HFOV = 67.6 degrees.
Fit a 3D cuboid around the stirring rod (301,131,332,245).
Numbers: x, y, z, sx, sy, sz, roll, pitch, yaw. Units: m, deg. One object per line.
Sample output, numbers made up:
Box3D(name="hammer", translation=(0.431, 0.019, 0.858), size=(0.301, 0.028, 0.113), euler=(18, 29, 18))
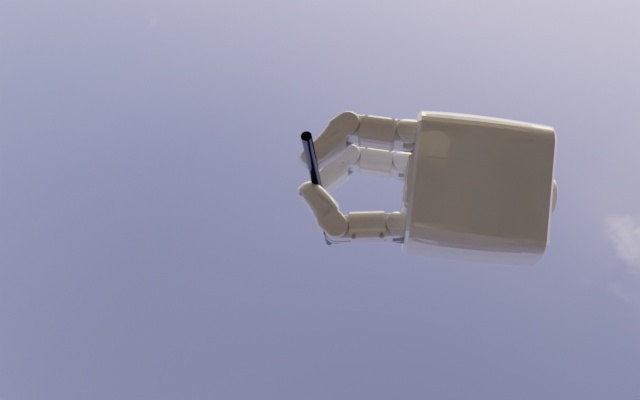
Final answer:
Box3D(name="stirring rod", translation=(0.000, 0.001, 0.447), size=(0.011, 0.011, 0.240), euler=(0, -23, 5))
